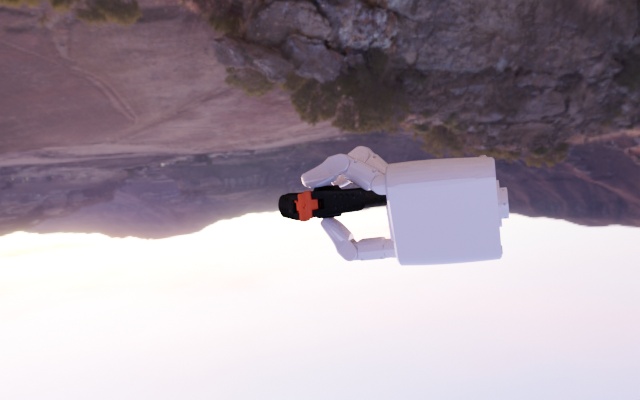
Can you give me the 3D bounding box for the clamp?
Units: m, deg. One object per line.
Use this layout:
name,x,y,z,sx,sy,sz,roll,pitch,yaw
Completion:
clamp,0.000,0.003,0.547,0.164,0.036,0.210,-5,1,20
